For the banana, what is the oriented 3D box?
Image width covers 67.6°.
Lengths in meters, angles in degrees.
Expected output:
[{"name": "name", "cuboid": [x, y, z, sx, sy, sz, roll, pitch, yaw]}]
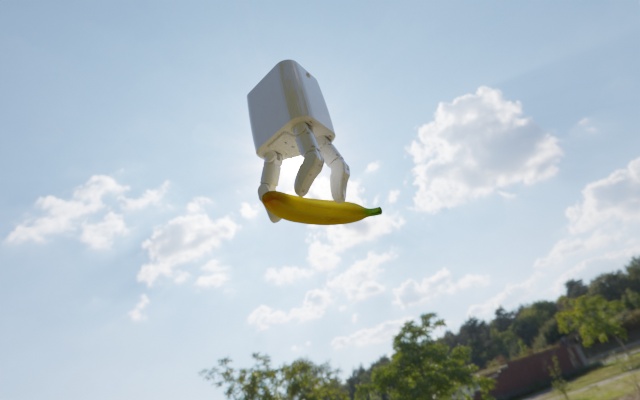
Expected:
[{"name": "banana", "cuboid": [-0.007, 0.010, 0.676, 0.198, 0.037, 0.070, 5, -27, -35]}]
